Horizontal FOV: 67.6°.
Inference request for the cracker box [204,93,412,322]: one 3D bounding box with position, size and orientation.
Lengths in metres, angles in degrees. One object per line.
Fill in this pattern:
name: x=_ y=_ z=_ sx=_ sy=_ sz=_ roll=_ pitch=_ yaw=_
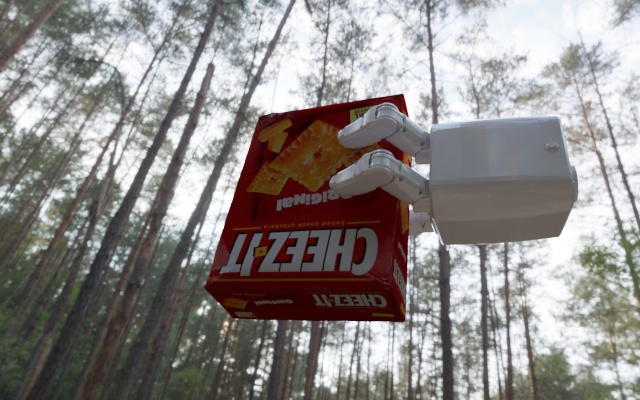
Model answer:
cracker box: x=0.000 y=0.001 z=0.455 sx=0.164 sy=0.213 sz=0.072 roll=-4 pitch=-38 yaw=20
